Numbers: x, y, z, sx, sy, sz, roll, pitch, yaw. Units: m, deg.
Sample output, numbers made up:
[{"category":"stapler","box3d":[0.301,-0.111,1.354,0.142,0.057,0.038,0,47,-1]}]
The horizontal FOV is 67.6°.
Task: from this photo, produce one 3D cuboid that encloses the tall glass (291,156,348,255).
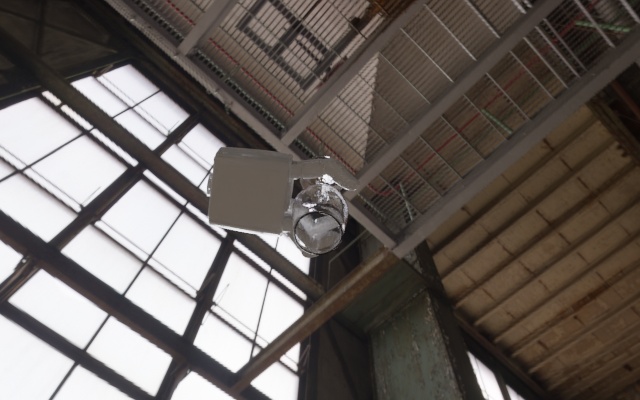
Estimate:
[{"category":"tall glass","box3d":[0.000,0.002,0.689,0.079,0.079,0.201,0,24,2]}]
